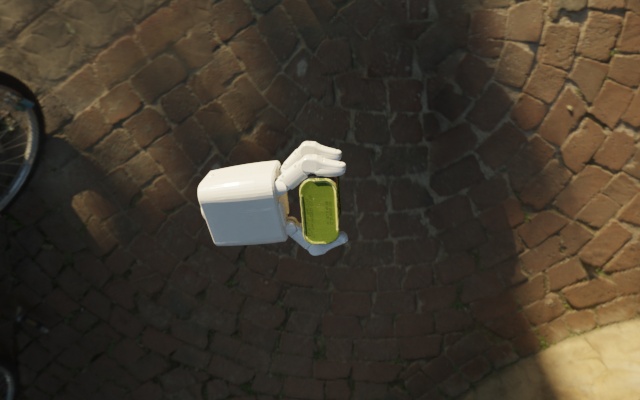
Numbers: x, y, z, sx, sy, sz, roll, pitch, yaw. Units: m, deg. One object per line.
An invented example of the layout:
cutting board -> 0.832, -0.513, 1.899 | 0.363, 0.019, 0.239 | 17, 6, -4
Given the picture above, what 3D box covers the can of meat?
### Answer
can of meat -> 0.000, 0.002, 0.682 | 0.057, 0.102, 0.084 | -3, 21, 4
